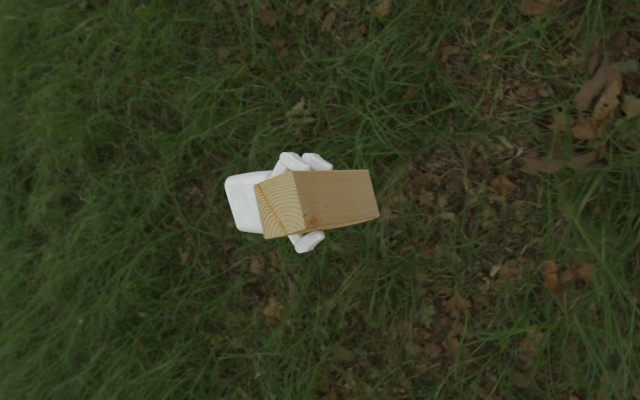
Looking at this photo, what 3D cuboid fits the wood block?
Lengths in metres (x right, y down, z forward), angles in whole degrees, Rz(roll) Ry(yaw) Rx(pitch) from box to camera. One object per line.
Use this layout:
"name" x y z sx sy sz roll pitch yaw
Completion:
"wood block" 0.000 0.003 0.799 0.090 0.091 0.206 -17 -7 38
